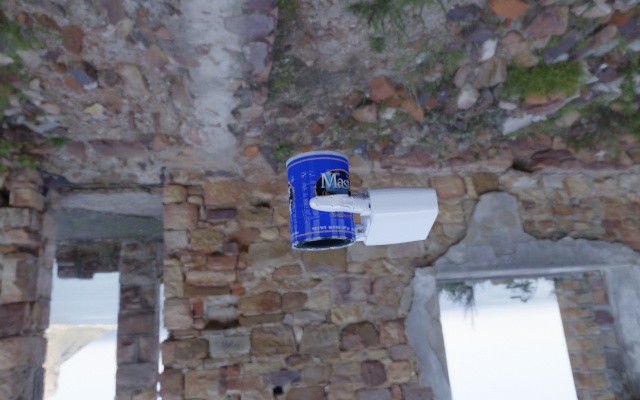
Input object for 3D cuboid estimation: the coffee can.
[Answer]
[{"bbox_3d":[0.000,0.002,0.767,0.103,0.140,0.103,-4,-15,-1],"label":"coffee can"}]
